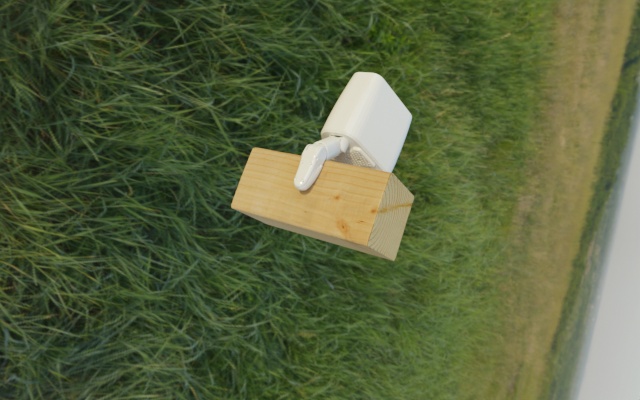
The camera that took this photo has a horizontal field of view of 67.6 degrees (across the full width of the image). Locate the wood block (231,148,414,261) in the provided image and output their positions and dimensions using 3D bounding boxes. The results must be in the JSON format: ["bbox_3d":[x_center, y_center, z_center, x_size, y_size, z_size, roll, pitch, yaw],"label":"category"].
[{"bbox_3d":[0.000,0.002,0.617,0.206,0.090,0.091,13,-11,32],"label":"wood block"}]
